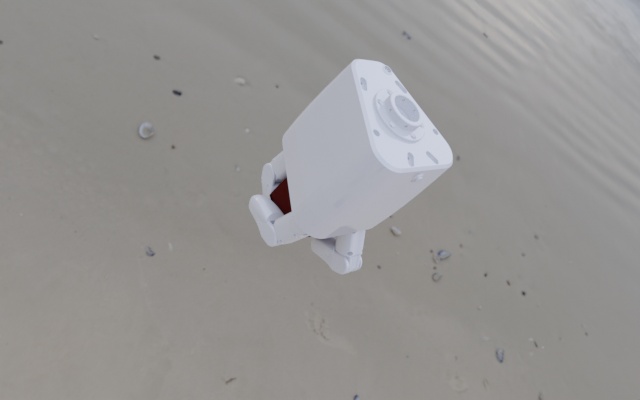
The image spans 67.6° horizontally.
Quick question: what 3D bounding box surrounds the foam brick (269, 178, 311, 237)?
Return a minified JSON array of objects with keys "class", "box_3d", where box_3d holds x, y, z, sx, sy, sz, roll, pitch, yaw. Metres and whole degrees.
[{"class":"foam brick","box_3d":[0.000,0.001,0.475,0.078,0.053,0.051,-8,-22,-41]}]
